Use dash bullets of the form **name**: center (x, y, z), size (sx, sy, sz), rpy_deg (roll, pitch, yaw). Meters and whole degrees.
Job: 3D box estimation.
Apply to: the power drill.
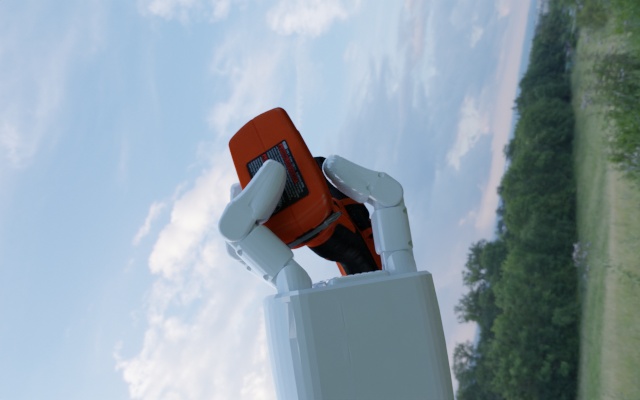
- **power drill**: center (0.000, 0.001, 0.412), size (0.057, 0.184, 0.188), rpy_deg (-34, -33, 10)
